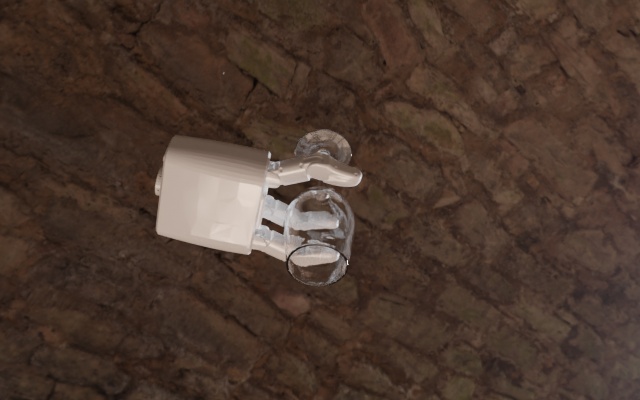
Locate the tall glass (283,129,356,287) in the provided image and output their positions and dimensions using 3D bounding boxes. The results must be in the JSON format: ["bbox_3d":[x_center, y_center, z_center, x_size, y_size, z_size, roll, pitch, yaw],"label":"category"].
[{"bbox_3d":[0.000,0.001,0.546,0.079,0.079,0.200,0,40,2],"label":"tall glass"}]
